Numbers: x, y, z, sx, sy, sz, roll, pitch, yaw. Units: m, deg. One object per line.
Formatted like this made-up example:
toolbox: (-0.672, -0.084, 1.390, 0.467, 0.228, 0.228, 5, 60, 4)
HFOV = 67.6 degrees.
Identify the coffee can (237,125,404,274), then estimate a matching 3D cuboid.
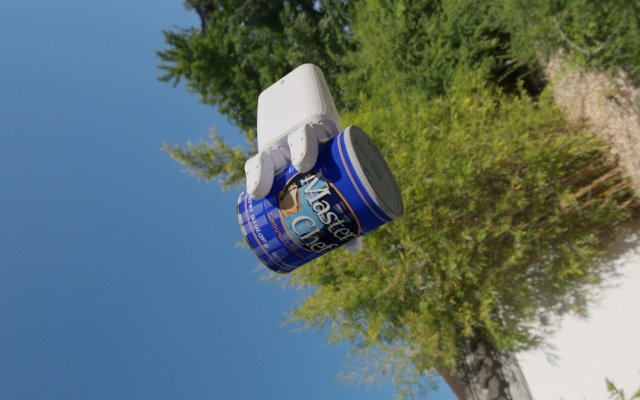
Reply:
coffee can: (0.000, 0.002, 0.494, 0.140, 0.103, 0.103, -29, -11, 21)
